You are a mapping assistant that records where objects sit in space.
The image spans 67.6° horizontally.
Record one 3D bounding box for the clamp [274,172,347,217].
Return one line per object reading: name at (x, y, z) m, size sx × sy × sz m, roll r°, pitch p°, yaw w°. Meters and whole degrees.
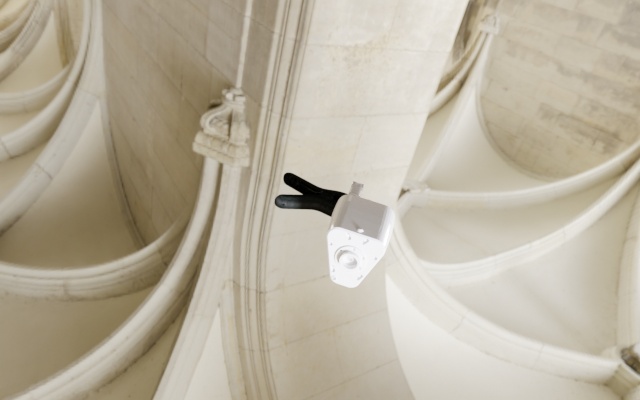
clamp at (0.000, 0.003, 0.842) m, size 0.171 × 0.039 × 0.120 m, roll 18°, pitch 31°, yaw 6°
